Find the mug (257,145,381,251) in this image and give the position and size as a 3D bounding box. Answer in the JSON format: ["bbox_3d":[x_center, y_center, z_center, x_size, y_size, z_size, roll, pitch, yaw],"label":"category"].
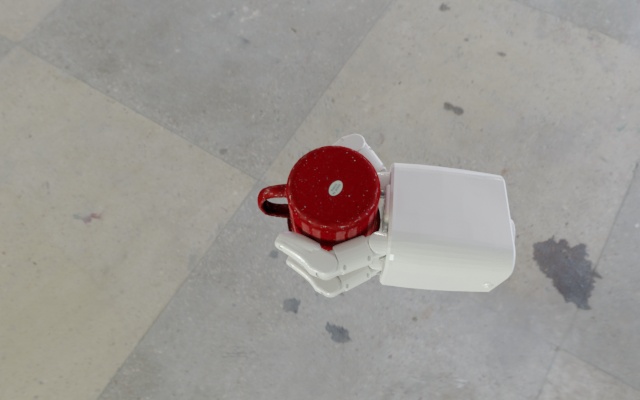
[{"bbox_3d":[-0.001,0.001,0.440,0.117,0.093,0.081,5,-23,4],"label":"mug"}]
